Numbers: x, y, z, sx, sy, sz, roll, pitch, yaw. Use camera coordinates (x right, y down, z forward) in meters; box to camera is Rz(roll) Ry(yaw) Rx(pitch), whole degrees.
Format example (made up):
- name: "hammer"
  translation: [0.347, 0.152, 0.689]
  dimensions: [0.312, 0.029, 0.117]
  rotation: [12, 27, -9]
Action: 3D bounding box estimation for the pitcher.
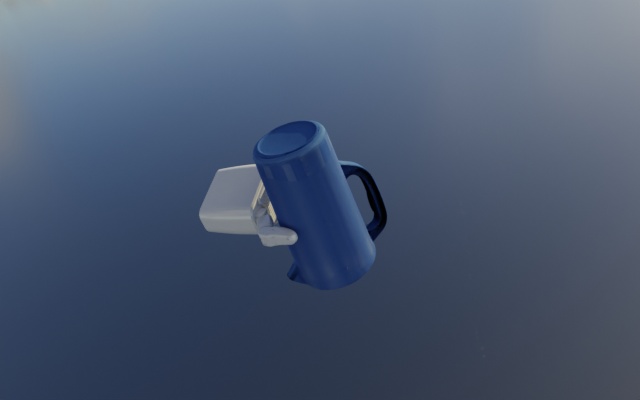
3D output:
- name: "pitcher"
  translation: [0.000, 0.002, 0.720]
  dimensions: [0.145, 0.243, 0.149]
  rotation: [-2, 38, 26]
